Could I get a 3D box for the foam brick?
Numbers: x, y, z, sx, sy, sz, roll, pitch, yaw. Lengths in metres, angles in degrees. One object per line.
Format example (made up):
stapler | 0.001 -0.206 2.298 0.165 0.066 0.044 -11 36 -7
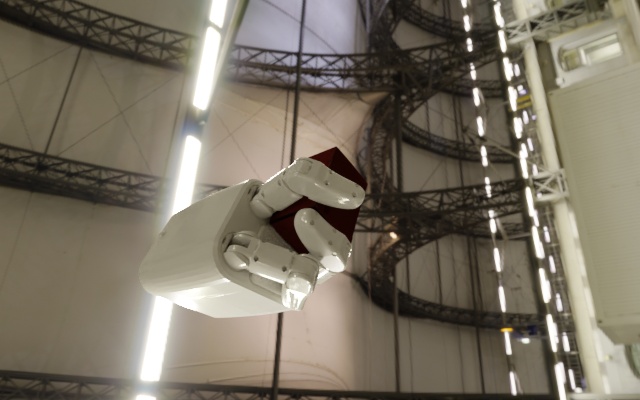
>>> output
foam brick | 0.000 0.001 0.418 0.051 0.078 0.053 -19 -55 35
